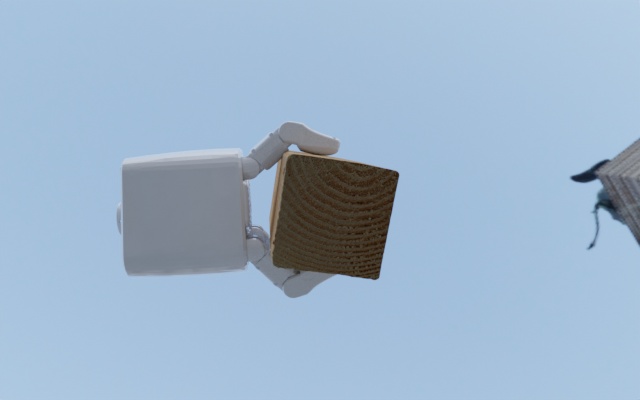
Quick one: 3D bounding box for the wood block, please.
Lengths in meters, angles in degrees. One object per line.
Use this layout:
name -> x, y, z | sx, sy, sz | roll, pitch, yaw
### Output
wood block -> 0.000, 0.001, 0.468 | 0.090, 0.091, 0.206 | 8, 6, -8
